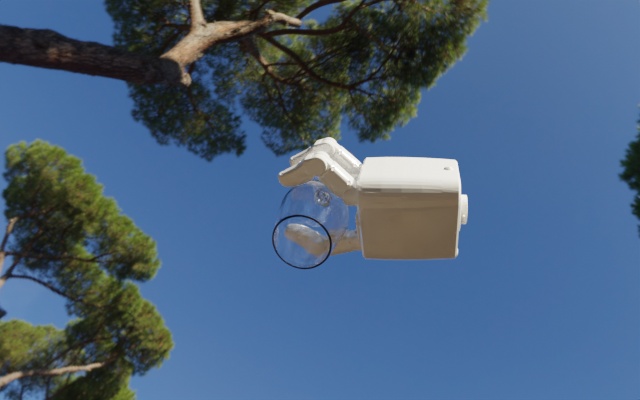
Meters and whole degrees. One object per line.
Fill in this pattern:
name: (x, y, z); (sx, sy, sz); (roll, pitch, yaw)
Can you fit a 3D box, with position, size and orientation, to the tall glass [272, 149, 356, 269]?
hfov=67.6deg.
tall glass: (0.000, 0.002, 0.564); (0.079, 0.079, 0.201); (0, 24, 13)
